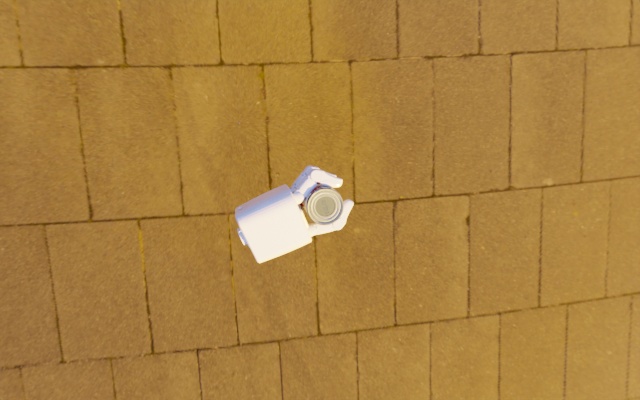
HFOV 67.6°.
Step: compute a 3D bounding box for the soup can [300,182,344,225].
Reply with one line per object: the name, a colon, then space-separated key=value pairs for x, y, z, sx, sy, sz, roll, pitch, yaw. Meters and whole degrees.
soup can: x=0.001 y=0.003 z=0.868 sx=0.068 sy=0.068 sz=0.102 roll=0 pitch=9 yaw=-10
